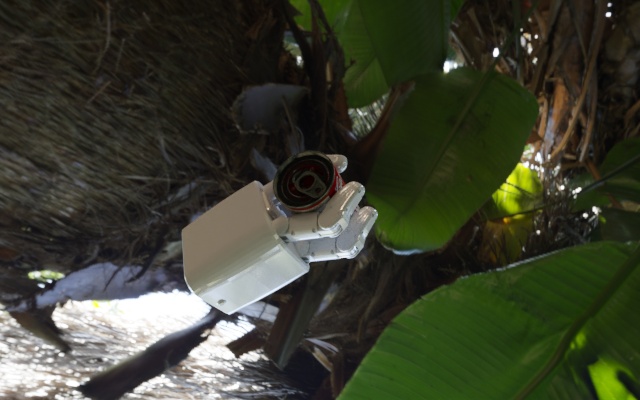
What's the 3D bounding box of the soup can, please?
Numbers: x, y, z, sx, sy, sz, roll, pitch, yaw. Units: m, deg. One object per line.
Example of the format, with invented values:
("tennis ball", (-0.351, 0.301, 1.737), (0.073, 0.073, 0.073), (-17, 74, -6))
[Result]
("soup can", (0.001, 0.002, 0.524), (0.068, 0.068, 0.102), (0, -29, 24))
